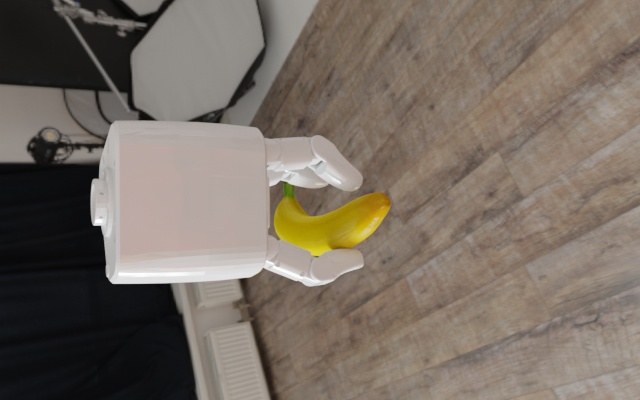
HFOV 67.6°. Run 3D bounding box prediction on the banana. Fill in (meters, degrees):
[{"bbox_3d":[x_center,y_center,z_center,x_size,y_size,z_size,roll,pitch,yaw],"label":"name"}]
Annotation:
[{"bbox_3d":[-0.003,0.020,0.460,0.037,0.069,0.198,4,3,-30],"label":"banana"}]
